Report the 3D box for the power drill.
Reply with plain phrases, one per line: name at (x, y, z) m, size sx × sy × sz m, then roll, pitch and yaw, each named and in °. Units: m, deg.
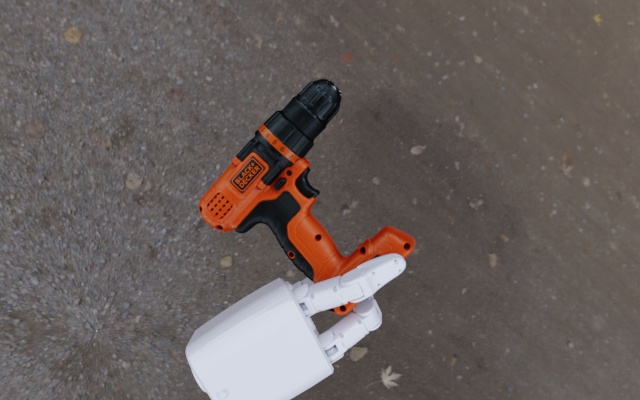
power drill at (0.000, 0.002, 0.467) m, size 0.187 × 0.184 × 0.057 m, roll 44°, pitch 9°, yaw 3°
